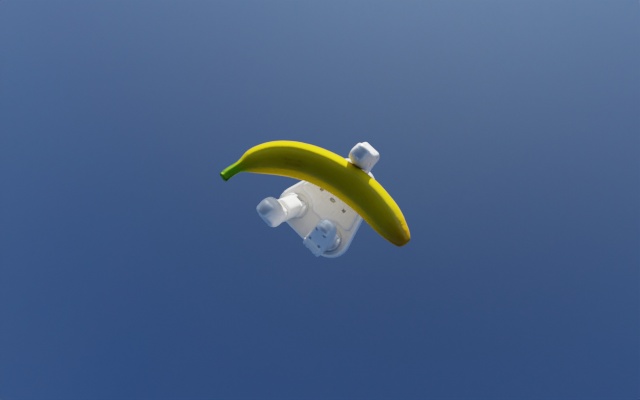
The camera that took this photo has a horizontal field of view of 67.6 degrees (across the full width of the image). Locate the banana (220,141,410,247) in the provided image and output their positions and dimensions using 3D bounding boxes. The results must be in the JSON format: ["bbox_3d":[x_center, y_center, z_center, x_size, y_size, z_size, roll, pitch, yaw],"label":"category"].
[{"bbox_3d":[0.003,-0.017,0.482,0.198,0.069,0.037,20,-11,6],"label":"banana"}]
